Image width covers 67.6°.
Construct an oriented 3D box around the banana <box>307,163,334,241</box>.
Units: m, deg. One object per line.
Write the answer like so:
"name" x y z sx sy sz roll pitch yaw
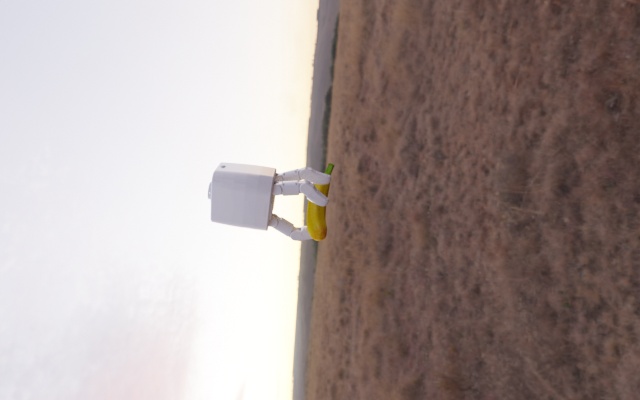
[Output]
"banana" -0.004 0.014 0.884 0.037 0.070 0.197 12 43 -6
